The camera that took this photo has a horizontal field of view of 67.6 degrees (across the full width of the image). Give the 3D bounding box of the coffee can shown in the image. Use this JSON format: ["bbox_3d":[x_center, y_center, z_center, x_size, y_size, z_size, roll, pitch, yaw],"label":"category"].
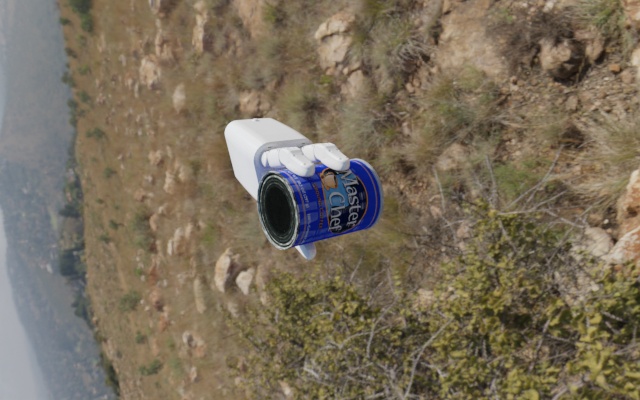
[{"bbox_3d":[0.000,0.002,0.645,0.140,0.103,0.103,-11,6,-34],"label":"coffee can"}]
